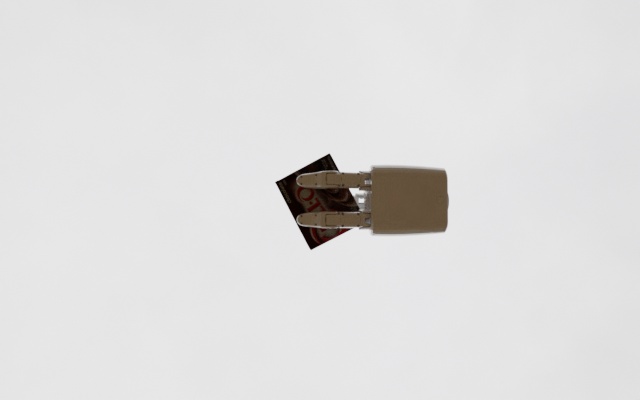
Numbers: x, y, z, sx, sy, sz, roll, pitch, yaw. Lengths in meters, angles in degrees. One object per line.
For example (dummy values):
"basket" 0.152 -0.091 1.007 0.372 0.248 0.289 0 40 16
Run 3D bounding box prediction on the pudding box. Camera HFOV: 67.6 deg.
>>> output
"pudding box" 0.000 0.002 0.690 0.090 0.113 0.039 -28 -3 1
